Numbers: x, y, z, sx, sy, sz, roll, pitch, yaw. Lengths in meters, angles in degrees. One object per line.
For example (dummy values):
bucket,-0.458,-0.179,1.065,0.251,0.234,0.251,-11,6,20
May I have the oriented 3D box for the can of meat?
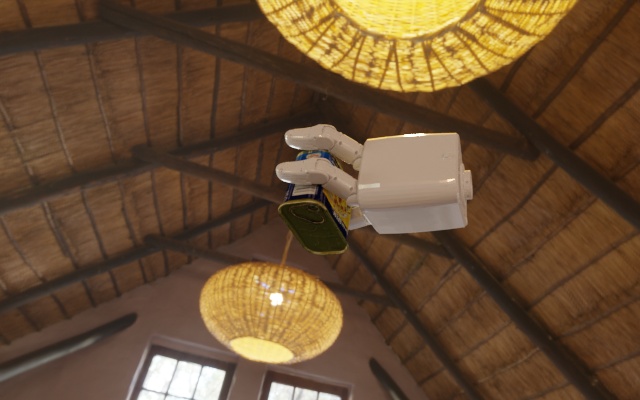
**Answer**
can of meat,0.000,0.002,0.565,0.057,0.084,0.102,-6,-41,24
